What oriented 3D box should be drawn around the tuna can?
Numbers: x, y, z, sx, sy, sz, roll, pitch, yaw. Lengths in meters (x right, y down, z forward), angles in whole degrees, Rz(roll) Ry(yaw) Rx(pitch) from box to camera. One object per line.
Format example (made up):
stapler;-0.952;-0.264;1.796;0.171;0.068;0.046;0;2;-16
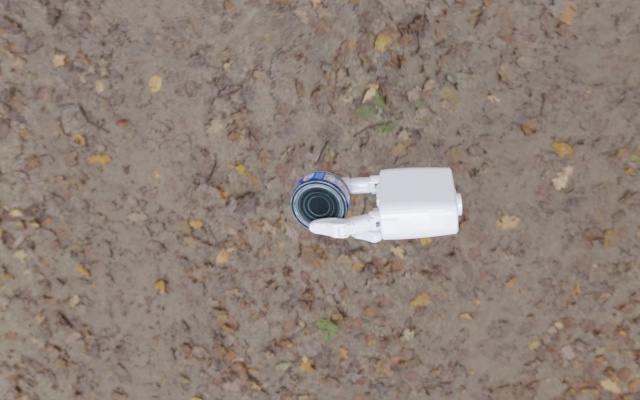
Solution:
tuna can;0.000;0.003;0.694;0.086;0.086;0.033;0;27;12
